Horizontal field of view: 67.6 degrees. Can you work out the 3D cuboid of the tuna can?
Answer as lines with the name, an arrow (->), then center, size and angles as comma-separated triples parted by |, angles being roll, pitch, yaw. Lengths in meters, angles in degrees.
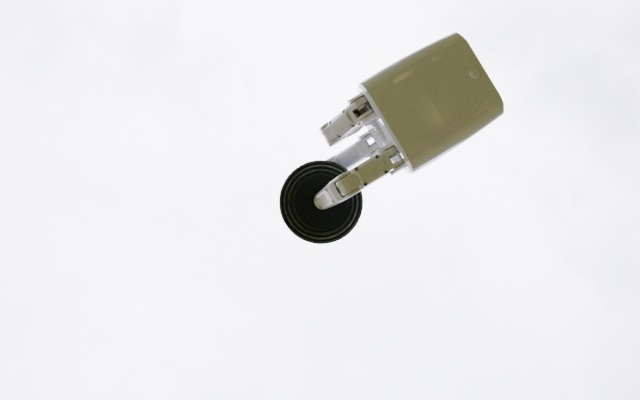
tuna can -> 0.000, 0.002, 0.502 | 0.086, 0.086, 0.034 | 0, 0, -3
